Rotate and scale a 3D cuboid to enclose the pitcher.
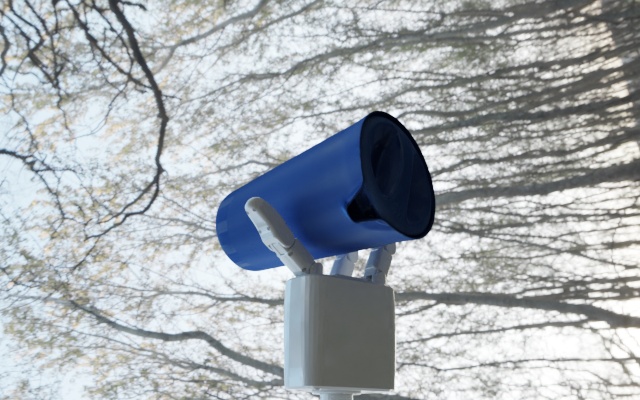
[{"bbox_3d":[0.000,0.002,0.546,0.243,0.145,0.149,-20,-31,38],"label":"pitcher"}]
